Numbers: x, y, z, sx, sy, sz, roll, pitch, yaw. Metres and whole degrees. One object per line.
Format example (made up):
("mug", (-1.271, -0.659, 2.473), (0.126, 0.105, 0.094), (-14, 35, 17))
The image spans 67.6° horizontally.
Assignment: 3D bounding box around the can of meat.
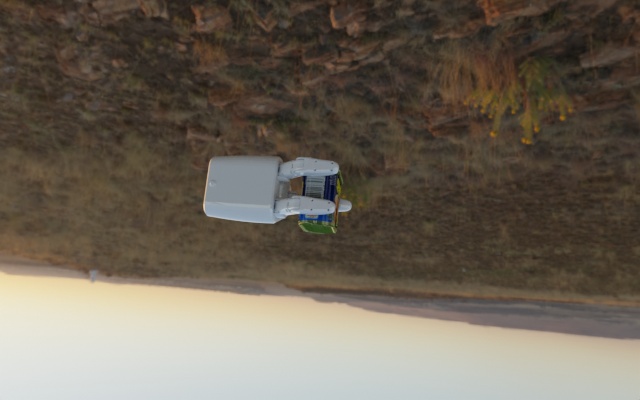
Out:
("can of meat", (0.000, 0.003, 0.711), (0.057, 0.084, 0.102), (4, -11, 7))
